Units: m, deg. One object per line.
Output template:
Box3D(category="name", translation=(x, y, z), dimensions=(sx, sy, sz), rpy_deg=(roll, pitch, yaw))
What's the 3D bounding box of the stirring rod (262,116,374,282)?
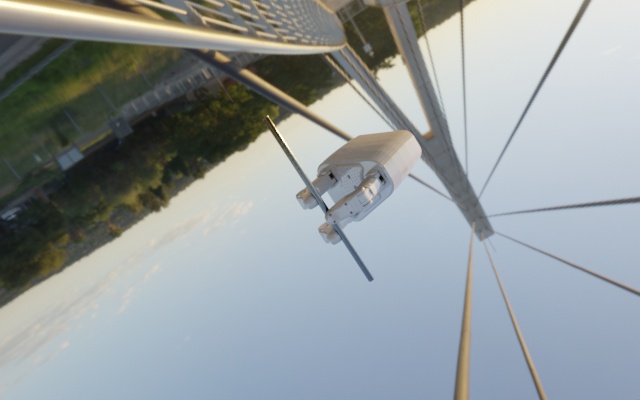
Box3D(category="stirring rod", translation=(0.000, 0.002, 0.582), dimensions=(0.011, 0.239, 0.011), rpy_deg=(-32, 11, 7))
